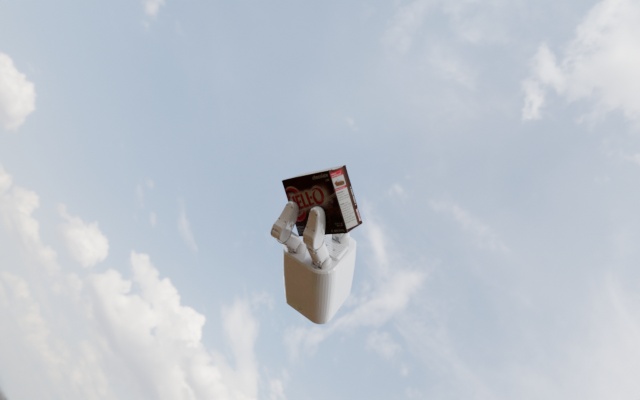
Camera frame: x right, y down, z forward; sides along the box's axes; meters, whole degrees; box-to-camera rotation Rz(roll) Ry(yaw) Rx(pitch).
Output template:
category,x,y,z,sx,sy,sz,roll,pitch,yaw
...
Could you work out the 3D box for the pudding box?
category,x,y,z,sx,sy,sz,roll,pitch,yaw
pudding box,0.000,0.002,0.684,0.039,0.090,0.113,-24,10,-41
